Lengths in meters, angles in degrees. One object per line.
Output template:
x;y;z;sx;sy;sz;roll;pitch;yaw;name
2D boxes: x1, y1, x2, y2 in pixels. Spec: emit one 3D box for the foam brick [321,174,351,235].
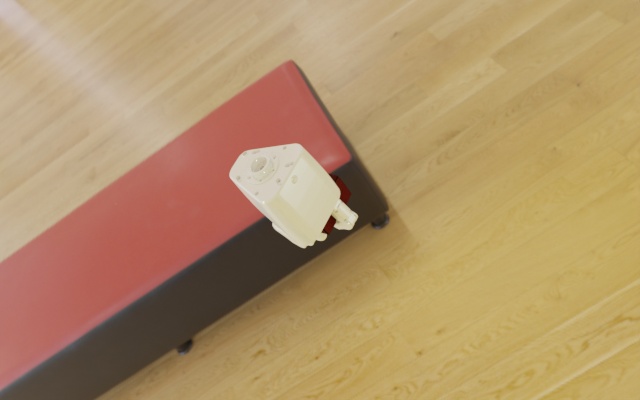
0.000;0.002;0.713;0.053;0.078;0.051;14;-24;38;foam brick
